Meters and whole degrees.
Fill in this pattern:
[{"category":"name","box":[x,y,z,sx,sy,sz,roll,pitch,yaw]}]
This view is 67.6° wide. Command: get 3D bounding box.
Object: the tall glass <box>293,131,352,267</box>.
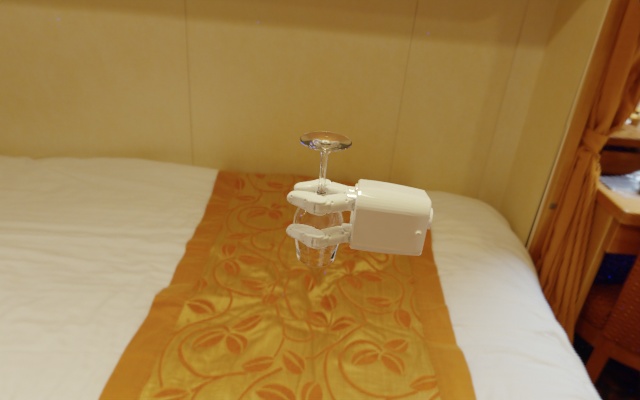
[{"category":"tall glass","box":[0.000,0.002,0.722,0.079,0.201,0.079,4,28,-2]}]
